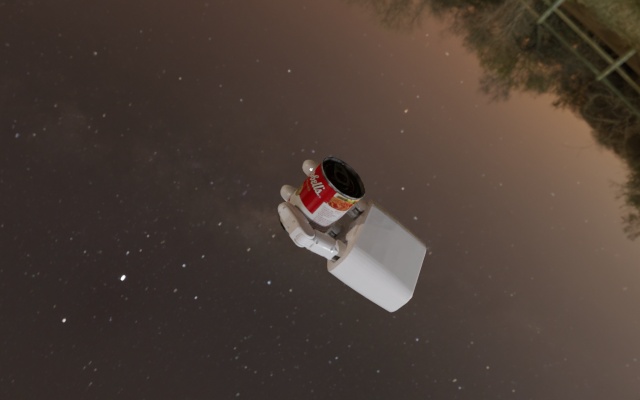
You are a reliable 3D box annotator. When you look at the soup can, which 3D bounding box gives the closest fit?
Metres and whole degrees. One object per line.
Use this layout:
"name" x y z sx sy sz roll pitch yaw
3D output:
"soup can" 0.000 0.002 0.620 0.068 0.068 0.102 0 -38 -47
